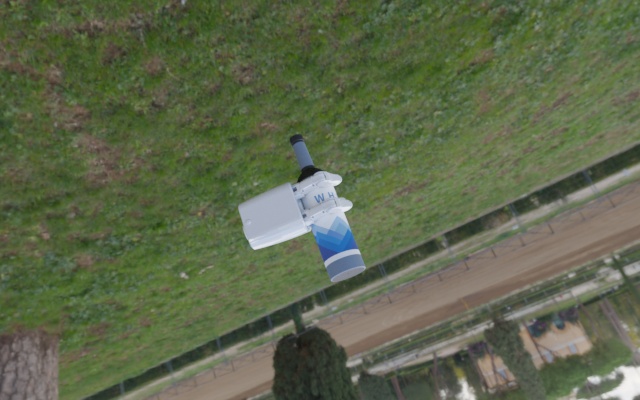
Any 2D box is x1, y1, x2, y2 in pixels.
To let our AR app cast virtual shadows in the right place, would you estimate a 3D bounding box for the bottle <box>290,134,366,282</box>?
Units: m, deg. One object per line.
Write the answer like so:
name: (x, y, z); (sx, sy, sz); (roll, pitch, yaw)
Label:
bottle: (0.000, 0.003, 0.899); (0.069, 0.295, 0.069); (-18, -21, -7)
